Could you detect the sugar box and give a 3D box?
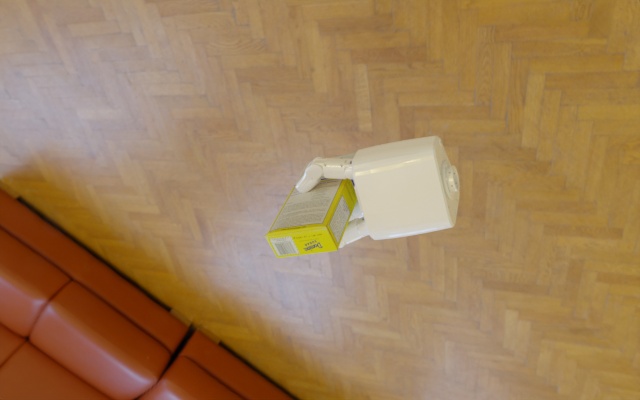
[{"bbox_3d":[0.000,0.003,0.659,0.093,0.048,0.176,-9,30,27],"label":"sugar box"}]
